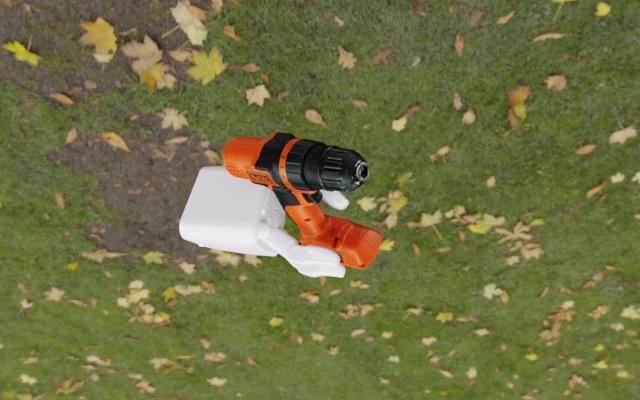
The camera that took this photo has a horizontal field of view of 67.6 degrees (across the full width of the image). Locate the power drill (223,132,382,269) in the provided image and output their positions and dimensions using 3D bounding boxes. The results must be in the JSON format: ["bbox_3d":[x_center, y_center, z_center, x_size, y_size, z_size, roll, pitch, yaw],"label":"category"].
[{"bbox_3d":[0.000,0.002,0.530,0.184,0.057,0.188,13,-30,40],"label":"power drill"}]
